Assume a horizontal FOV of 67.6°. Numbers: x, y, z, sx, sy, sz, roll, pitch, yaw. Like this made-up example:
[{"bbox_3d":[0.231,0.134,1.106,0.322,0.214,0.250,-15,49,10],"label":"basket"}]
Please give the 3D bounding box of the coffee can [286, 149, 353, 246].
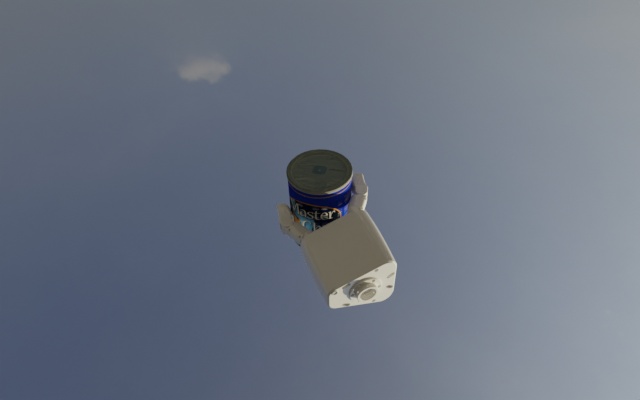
[{"bbox_3d":[0.000,0.002,0.781,0.103,0.140,0.102,-1,44,1],"label":"coffee can"}]
